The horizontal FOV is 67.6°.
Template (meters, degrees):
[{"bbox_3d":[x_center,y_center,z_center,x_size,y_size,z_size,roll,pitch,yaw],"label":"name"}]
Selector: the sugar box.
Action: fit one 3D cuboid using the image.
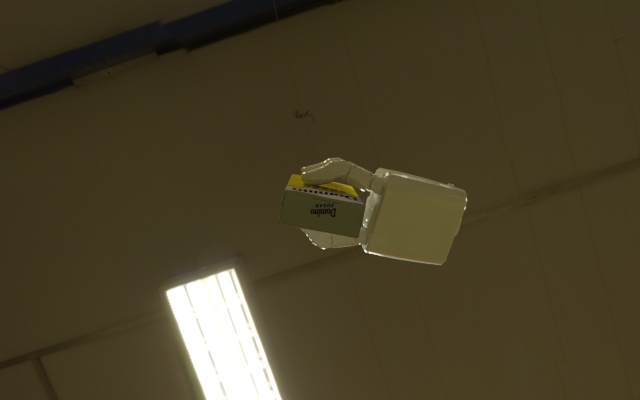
[{"bbox_3d":[0.000,0.001,0.607,0.093,0.048,0.176,11,6,-3],"label":"sugar box"}]
